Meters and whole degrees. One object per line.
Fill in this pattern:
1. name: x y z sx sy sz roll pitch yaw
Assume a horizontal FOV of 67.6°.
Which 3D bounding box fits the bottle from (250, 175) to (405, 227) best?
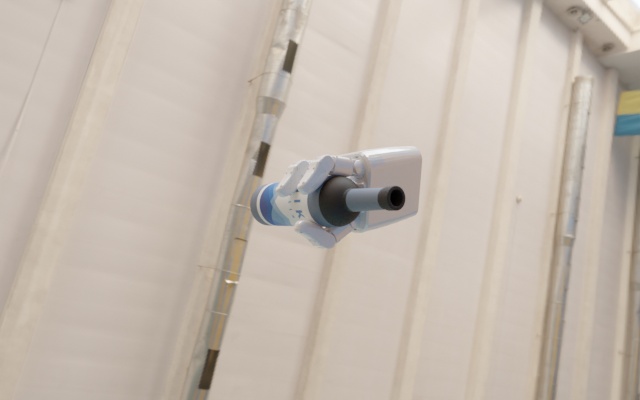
1. bottle: 0.000 0.002 0.639 0.069 0.069 0.296 0 -2 -34
